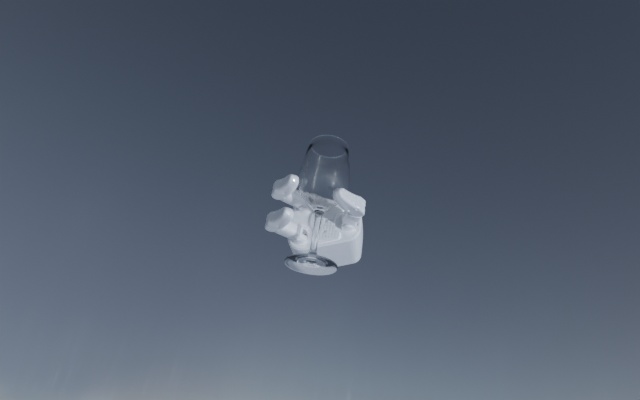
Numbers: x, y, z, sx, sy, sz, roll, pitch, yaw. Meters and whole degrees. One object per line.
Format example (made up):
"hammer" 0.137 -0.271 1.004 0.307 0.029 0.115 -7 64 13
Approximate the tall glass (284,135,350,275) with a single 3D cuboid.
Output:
"tall glass" 0.000 0.003 0.698 0.079 0.201 0.079 7 -28 4
